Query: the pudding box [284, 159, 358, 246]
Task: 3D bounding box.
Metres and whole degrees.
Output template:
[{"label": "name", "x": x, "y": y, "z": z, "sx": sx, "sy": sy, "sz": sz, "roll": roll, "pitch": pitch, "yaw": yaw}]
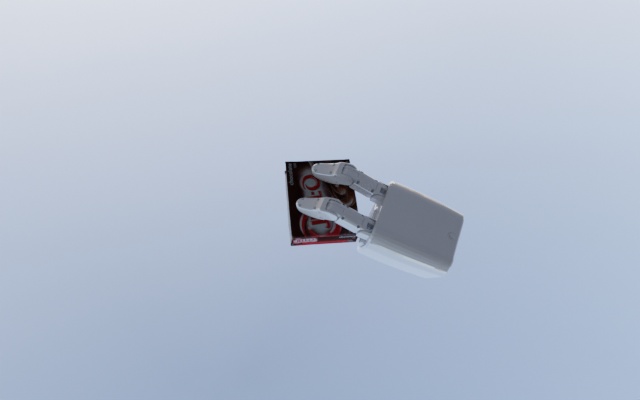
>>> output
[{"label": "pudding box", "x": 0.000, "y": 0.002, "z": 0.637, "sx": 0.090, "sy": 0.113, "sz": 0.039, "roll": -3, "pitch": -26, "yaw": -10}]
